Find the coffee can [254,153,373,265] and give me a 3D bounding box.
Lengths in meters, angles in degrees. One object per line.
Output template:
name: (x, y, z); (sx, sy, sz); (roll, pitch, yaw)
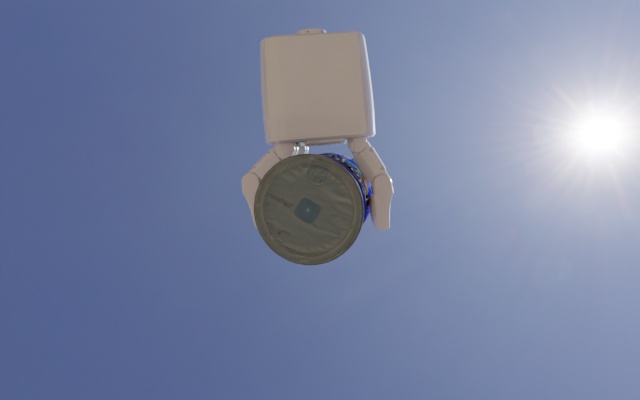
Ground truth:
coffee can: (0.000, 0.002, 0.501); (0.103, 0.103, 0.140); (0, 6, 10)
